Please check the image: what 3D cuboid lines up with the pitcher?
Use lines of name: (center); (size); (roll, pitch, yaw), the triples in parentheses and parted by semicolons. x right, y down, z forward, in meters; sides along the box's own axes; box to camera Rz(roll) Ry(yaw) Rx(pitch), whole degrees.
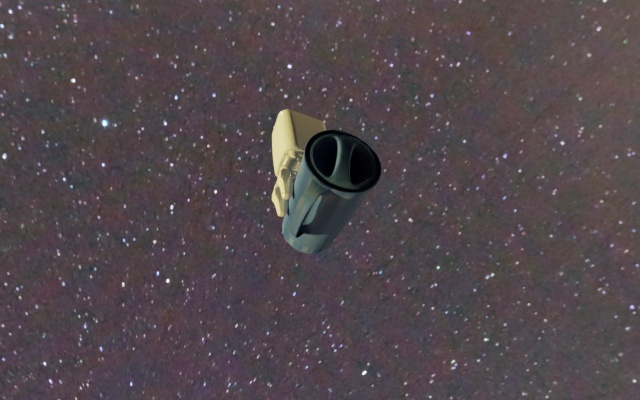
pitcher: (0.000, 0.003, 0.866); (0.149, 0.145, 0.243); (0, -34, -20)
